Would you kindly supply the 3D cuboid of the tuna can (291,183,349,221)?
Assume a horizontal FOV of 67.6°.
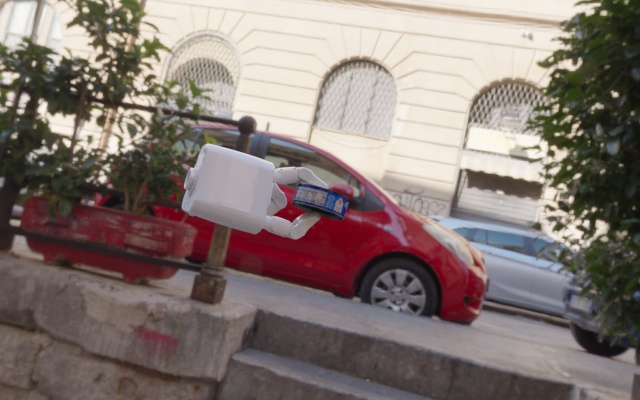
[{"bbox_3d":[0.000,0.002,0.743,0.086,0.033,0.086,17,-8,2],"label":"tuna can"}]
